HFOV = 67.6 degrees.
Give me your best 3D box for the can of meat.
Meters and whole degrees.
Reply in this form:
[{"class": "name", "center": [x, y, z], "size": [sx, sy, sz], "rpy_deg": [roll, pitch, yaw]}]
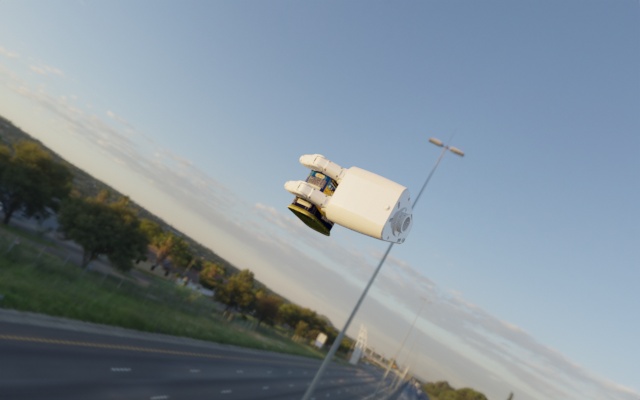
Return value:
[{"class": "can of meat", "center": [0.000, 0.002, 0.840], "size": [0.057, 0.084, 0.102], "rpy_deg": [22, -14, 34]}]
